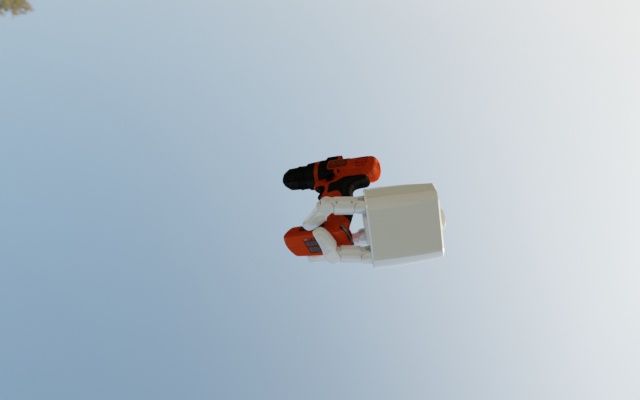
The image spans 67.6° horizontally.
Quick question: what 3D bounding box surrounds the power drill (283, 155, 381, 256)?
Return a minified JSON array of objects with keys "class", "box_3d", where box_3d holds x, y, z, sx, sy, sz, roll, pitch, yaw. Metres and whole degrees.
[{"class":"power drill","box_3d":[0.000,0.003,0.795,0.184,0.187,0.057,-8,-45,27]}]
